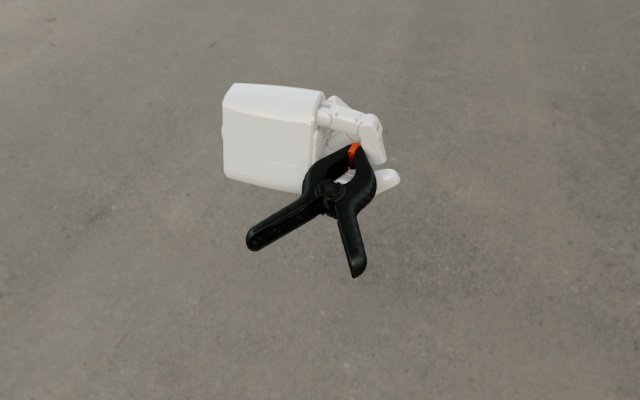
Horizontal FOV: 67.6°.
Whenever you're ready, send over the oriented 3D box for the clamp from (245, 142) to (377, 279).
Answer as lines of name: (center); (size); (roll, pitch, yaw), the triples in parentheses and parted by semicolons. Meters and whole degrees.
clamp: (0.000, 0.001, 0.490); (0.120, 0.039, 0.171); (10, 45, 9)
